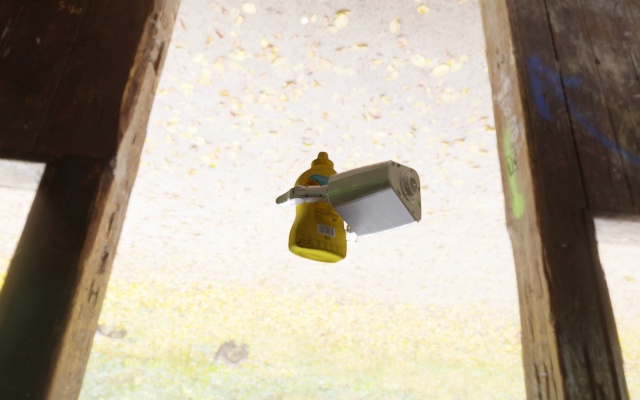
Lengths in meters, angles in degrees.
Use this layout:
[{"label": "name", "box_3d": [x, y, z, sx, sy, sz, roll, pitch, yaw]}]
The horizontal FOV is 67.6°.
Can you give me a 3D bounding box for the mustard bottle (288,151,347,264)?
[{"label": "mustard bottle", "box_3d": [0.000, 0.003, 0.793, 0.096, 0.191, 0.058, 17, -29, -25]}]
